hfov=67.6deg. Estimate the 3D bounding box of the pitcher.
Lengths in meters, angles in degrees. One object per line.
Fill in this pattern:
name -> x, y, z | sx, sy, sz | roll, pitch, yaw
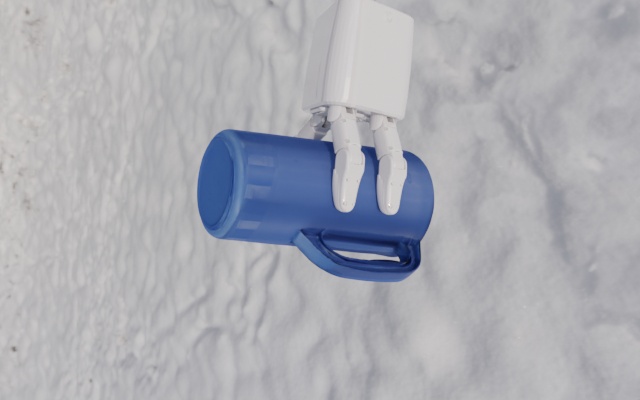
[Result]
pitcher -> 0.000, 0.002, 0.520 | 0.243, 0.145, 0.149 | 6, 6, -34
